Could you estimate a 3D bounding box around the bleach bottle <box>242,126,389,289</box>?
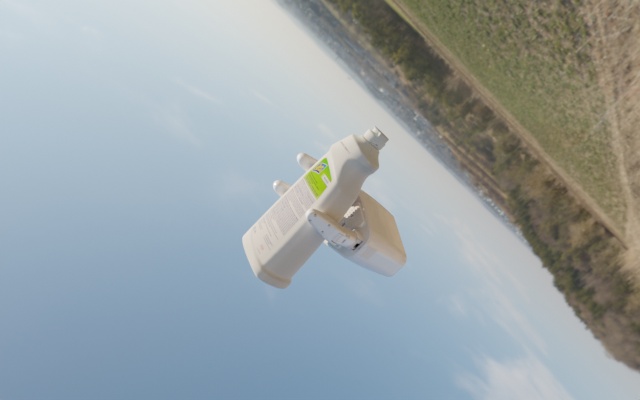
[{"bbox_3d":[0.000,0.002,0.660,0.068,0.251,0.102,32,18,-42],"label":"bleach bottle"}]
